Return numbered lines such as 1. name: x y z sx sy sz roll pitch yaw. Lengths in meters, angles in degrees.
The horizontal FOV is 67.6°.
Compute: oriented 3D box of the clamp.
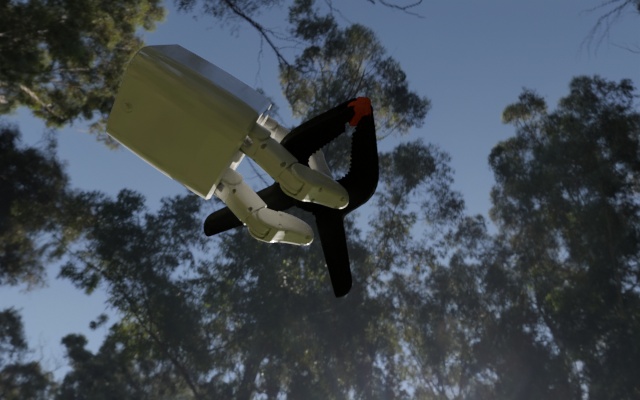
1. clamp: 0.000 0.001 0.446 0.164 0.210 0.036 31 34 -10
